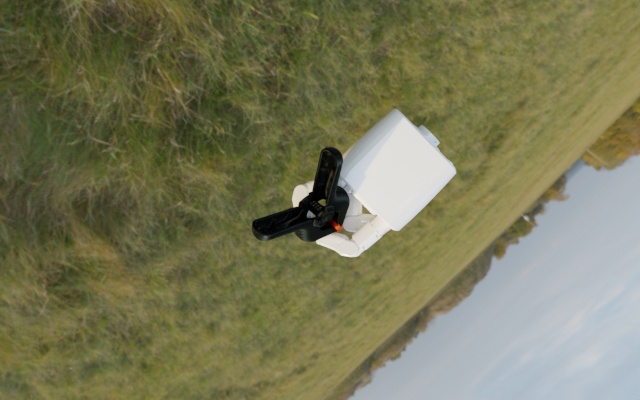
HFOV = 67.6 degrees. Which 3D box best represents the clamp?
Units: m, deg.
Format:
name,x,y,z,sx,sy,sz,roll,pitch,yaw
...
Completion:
name,x,y,z,sx,sy,sz,roll,pitch,yaw
clamp,0.000,0.002,0.543,0.120,0.039,0.171,-43,-18,11
